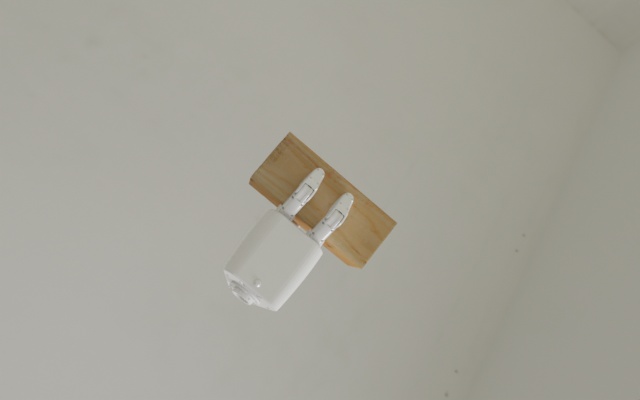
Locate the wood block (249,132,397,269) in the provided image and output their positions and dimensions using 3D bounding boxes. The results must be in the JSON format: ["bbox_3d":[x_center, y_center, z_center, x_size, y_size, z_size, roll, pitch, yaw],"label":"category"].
[{"bbox_3d":[0.000,0.003,0.726,0.206,0.090,0.091,40,-10,-6],"label":"wood block"}]
